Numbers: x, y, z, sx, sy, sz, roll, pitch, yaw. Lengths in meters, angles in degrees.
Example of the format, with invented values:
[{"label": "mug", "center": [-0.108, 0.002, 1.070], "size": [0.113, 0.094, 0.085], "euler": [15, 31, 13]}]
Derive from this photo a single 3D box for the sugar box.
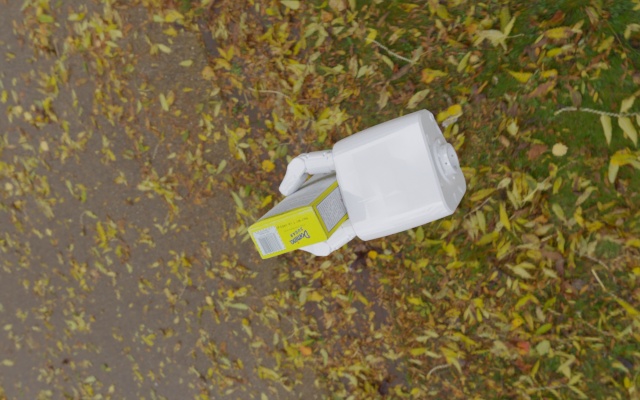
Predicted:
[{"label": "sugar box", "center": [0.000, 0.002, 0.566], "size": [0.093, 0.048, 0.176], "euler": [-18, 11, 33]}]
